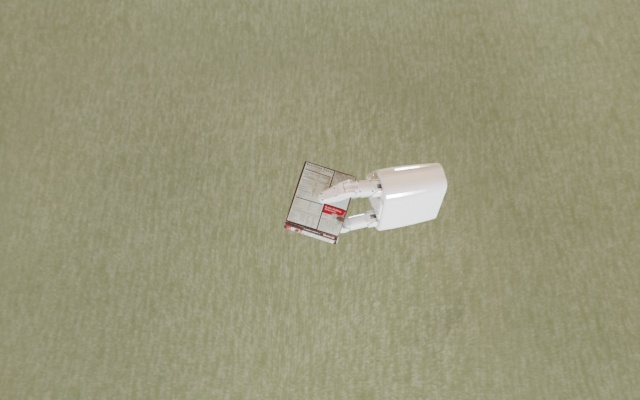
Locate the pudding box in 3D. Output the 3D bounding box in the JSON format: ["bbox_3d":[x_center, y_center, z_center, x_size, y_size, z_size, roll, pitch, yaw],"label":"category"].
[{"bbox_3d":[0.000,0.002,0.763,0.090,0.113,0.039,17,-23,1],"label":"pudding box"}]
